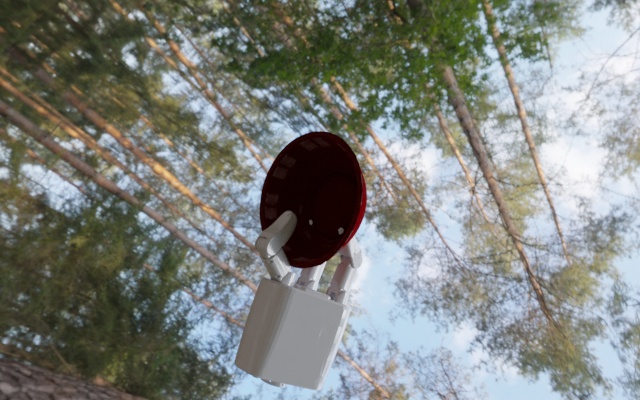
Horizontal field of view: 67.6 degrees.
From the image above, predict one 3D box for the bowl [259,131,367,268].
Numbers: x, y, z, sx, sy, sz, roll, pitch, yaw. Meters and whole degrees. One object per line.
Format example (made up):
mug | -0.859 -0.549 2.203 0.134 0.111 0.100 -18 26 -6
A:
bowl | 0.001 0.001 0.571 0.162 0.162 0.055 0 -9 42
